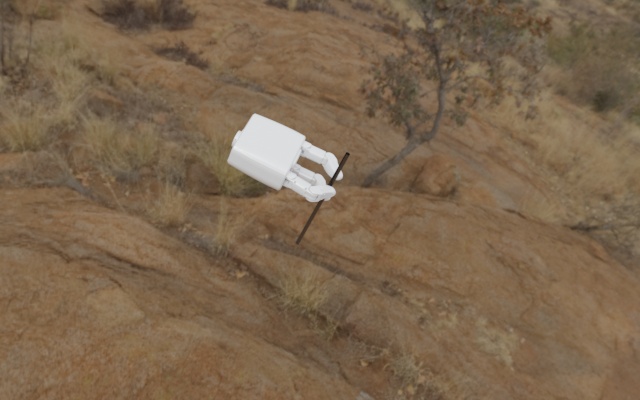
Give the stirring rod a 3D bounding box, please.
[{"bbox_3d":[0.000,0.003,0.898,0.011,0.011,0.240,0,-44,-33],"label":"stirring rod"}]
